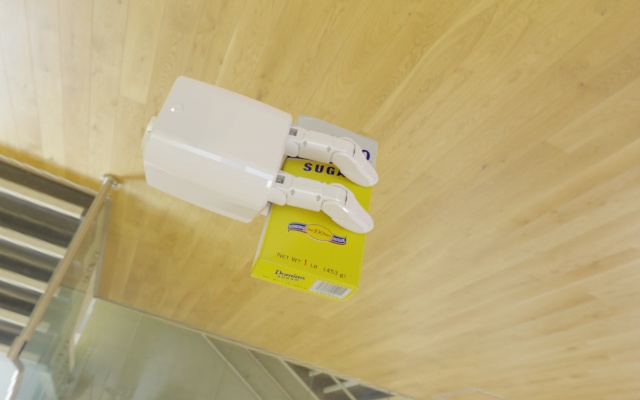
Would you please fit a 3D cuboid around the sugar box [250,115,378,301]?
[{"bbox_3d":[0.000,0.001,0.464,0.093,0.176,0.048,18,-33,-11],"label":"sugar box"}]
